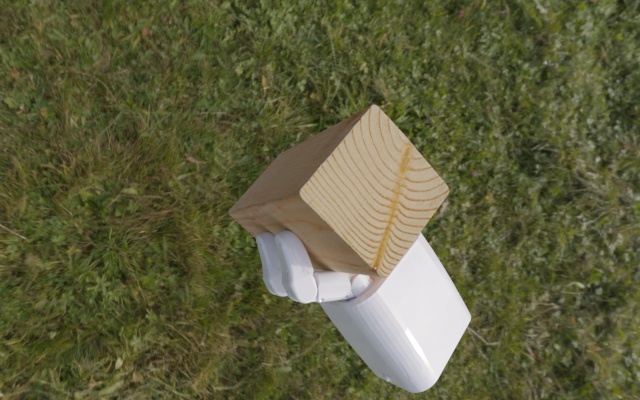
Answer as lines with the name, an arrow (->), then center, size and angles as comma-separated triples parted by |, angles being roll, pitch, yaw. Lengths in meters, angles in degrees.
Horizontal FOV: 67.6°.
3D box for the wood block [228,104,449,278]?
wood block -> 0.001, 0.001, 0.424 | 0.090, 0.090, 0.206 | 45, -20, -14
